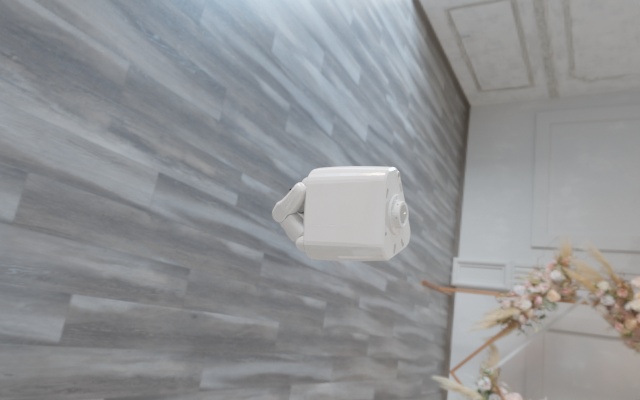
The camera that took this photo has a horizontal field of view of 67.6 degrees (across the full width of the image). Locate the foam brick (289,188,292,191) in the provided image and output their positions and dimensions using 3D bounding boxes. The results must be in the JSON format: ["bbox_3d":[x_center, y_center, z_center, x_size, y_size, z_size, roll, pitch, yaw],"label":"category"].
[{"bbox_3d":[0.000,0.002,0.676,0.051,0.053,0.078,-1,10,30],"label":"foam brick"}]
